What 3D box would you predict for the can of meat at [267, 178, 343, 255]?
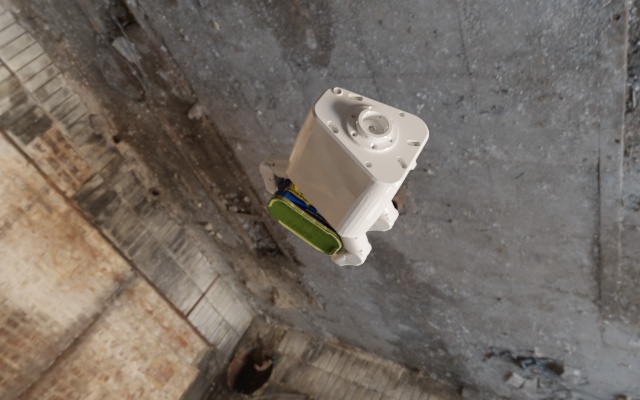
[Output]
[{"bbox_3d":[0.000,0.002,0.559,0.102,0.084,0.057,35,-31,1],"label":"can of meat"}]
